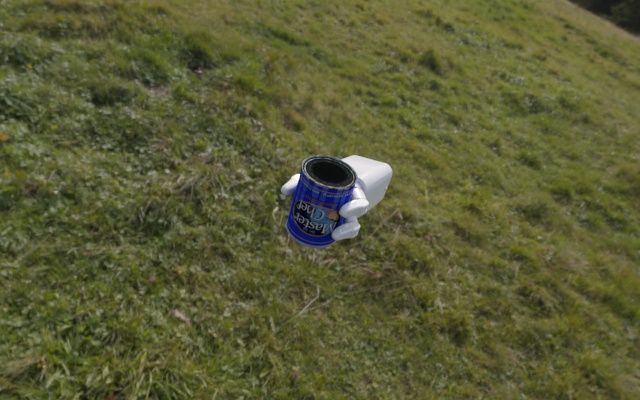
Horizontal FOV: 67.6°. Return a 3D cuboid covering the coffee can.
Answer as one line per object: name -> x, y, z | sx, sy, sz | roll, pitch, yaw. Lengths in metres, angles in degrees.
coffee can -> 0.000, 0.003, 0.876 | 0.103, 0.140, 0.102 | 11, 36, -8
